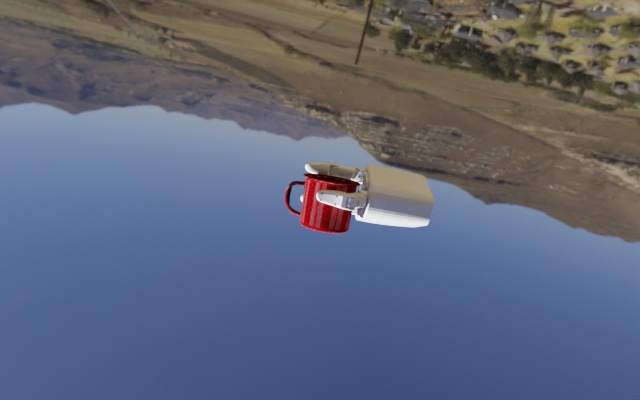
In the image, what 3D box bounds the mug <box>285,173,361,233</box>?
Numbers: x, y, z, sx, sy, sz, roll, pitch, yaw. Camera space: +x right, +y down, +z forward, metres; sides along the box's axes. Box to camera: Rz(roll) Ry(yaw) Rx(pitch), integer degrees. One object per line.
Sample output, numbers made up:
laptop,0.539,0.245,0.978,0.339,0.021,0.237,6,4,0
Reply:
mug,-0.001,0.003,0.770,0.117,0.081,0.093,9,9,-3
